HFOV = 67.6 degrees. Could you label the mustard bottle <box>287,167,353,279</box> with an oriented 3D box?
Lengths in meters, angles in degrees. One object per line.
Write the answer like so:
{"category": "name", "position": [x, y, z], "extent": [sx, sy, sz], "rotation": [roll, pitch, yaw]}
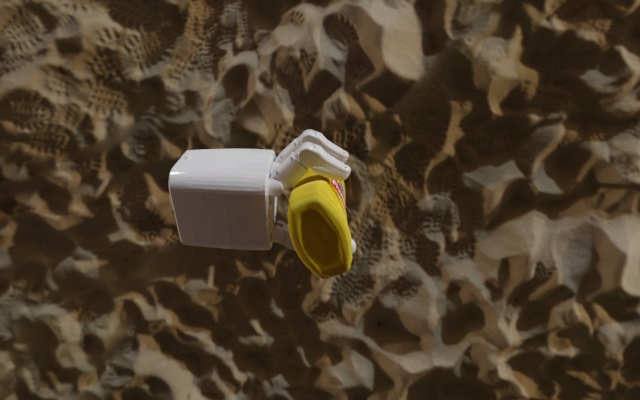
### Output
{"category": "mustard bottle", "position": [0.000, 0.002, 0.556], "extent": [0.058, 0.096, 0.191], "rotation": [-21, 22, 9]}
